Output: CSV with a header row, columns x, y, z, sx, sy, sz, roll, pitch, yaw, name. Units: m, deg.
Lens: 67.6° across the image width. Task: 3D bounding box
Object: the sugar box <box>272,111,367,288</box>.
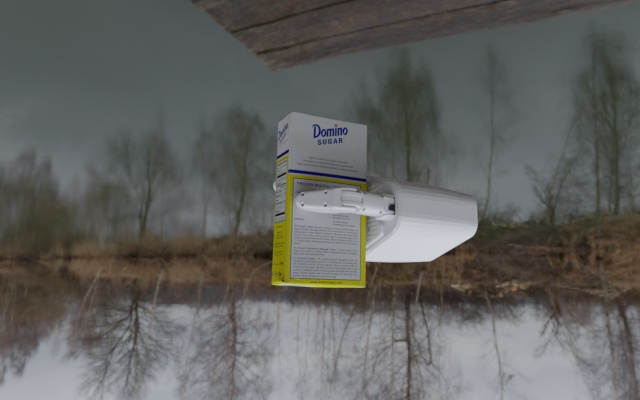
x,y,z,sx,sy,sz,roll,pitch,yaw,name
0.000,0.002,0.505,0.093,0.176,0.048,7,-13,-25,sugar box
